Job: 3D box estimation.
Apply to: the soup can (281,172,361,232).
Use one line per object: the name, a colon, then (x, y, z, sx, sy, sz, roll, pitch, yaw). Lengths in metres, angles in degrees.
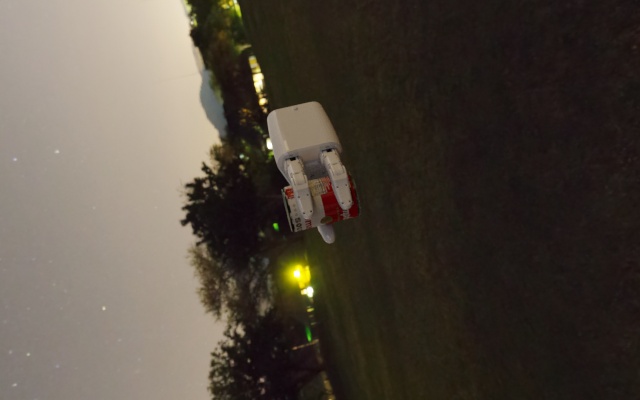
soup can: (0.000, 0.003, 0.696, 0.102, 0.068, 0.068, -14, 1, -6)
